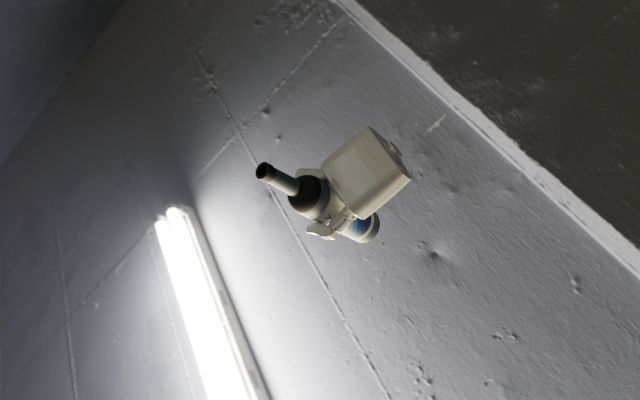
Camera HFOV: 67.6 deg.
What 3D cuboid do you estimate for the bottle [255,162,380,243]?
[{"bbox_3d":[0.000,0.003,0.807,0.069,0.069,0.296,0,-19,38],"label":"bottle"}]
